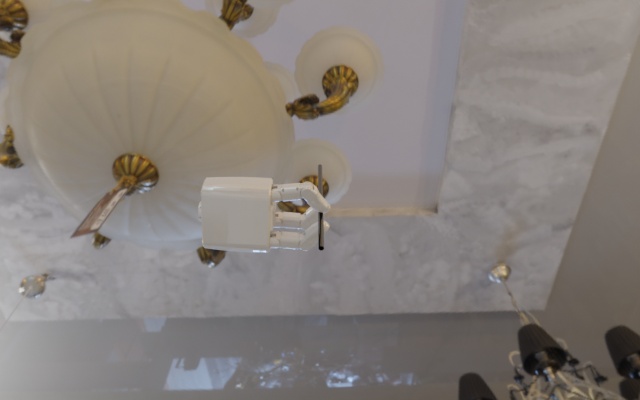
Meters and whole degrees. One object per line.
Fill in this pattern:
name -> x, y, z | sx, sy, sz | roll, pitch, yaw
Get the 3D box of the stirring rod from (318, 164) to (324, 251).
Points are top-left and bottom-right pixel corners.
stirring rod -> 0.000, 0.003, 0.784 | 0.011, 0.011, 0.239 | 0, 33, -1
